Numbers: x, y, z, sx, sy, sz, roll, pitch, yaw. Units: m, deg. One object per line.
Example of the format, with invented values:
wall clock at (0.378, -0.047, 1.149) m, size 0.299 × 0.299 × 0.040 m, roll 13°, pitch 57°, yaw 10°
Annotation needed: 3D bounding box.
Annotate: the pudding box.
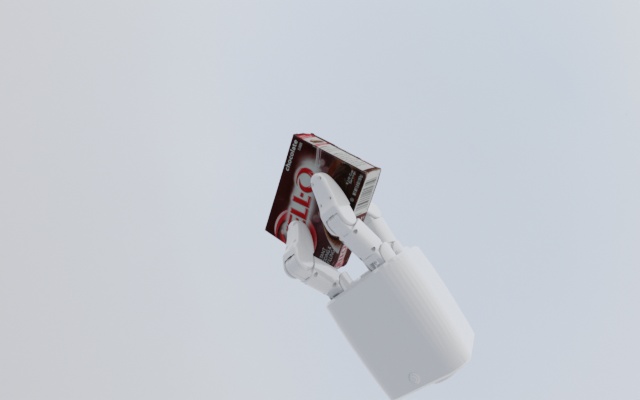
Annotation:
pudding box at (0.000, 0.002, 0.474) m, size 0.090 × 0.113 × 0.039 m, roll 30°, pitch 23°, yaw 26°
